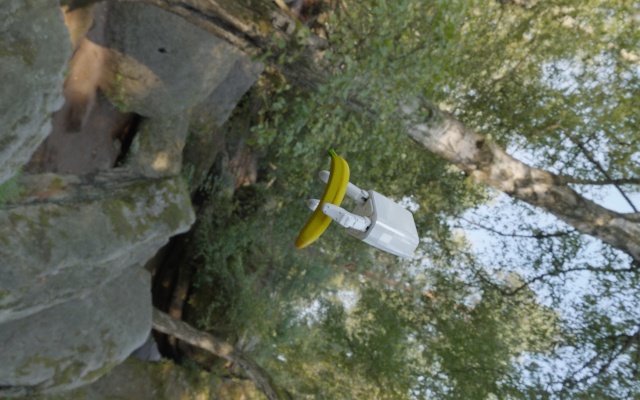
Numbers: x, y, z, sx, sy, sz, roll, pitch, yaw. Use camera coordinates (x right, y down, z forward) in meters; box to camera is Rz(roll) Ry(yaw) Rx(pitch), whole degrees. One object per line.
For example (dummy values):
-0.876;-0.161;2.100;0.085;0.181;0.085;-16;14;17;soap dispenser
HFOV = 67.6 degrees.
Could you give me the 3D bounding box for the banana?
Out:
0.010;0.001;0.877;0.037;0.197;0.069;26;-9;-27;banana
